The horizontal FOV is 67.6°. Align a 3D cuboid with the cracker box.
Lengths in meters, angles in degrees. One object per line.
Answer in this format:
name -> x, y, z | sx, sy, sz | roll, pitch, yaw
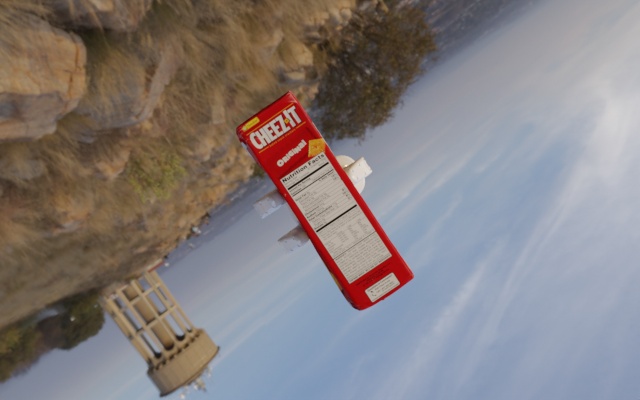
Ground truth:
cracker box -> 0.000, 0.002, 0.523 | 0.072, 0.214, 0.164 | -34, 3, -1
